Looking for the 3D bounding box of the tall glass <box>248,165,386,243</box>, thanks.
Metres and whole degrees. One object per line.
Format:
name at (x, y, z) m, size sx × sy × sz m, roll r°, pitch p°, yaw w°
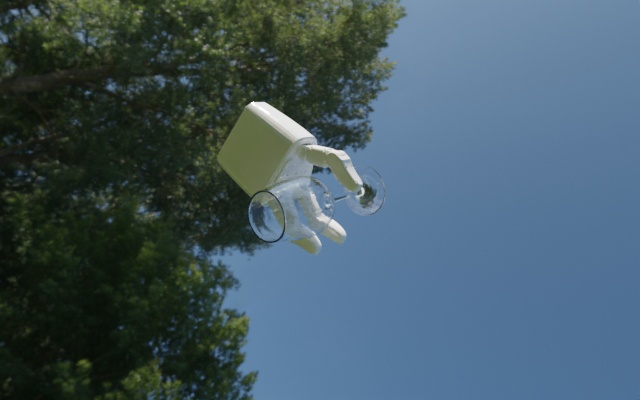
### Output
tall glass at (0.001, 0.002, 0.619) m, size 0.079 × 0.079 × 0.201 m, roll 0°, pitch 10°, yaw 39°
